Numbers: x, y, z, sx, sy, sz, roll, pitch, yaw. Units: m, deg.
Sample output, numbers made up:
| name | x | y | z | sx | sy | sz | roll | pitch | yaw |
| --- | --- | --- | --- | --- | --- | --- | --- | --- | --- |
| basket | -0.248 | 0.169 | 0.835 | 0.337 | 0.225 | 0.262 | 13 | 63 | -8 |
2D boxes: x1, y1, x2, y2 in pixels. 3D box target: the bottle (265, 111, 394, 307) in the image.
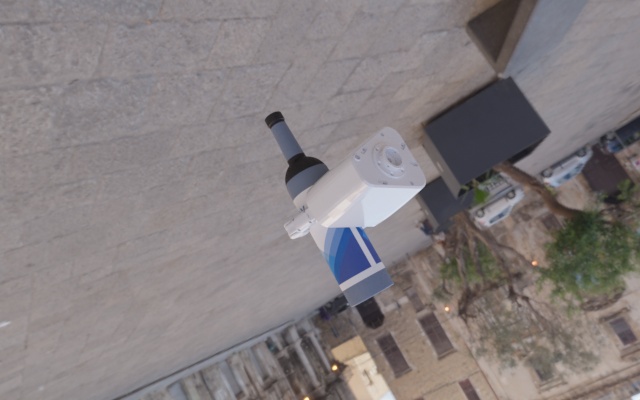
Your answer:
| name | x | y | z | sx | sy | sz | roll | pitch | yaw |
| --- | --- | --- | --- | --- | --- | --- | --- | --- | --- |
| bottle | 0.000 | 0.002 | 0.673 | 0.069 | 0.295 | 0.069 | -28 | -12 | -6 |
